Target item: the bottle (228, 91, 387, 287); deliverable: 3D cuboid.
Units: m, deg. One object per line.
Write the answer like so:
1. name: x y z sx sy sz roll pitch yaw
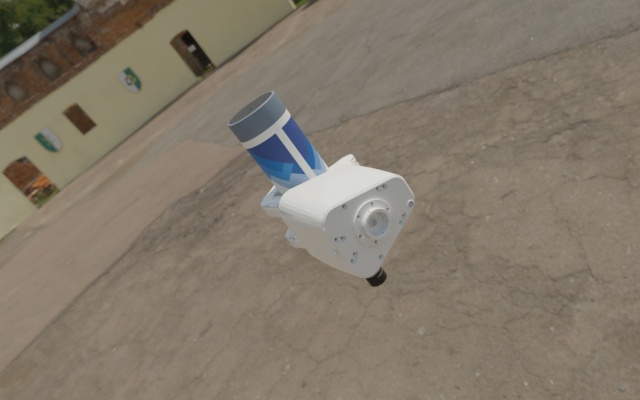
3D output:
1. bottle: 0.000 0.002 0.608 0.069 0.296 0.069 -30 24 15
